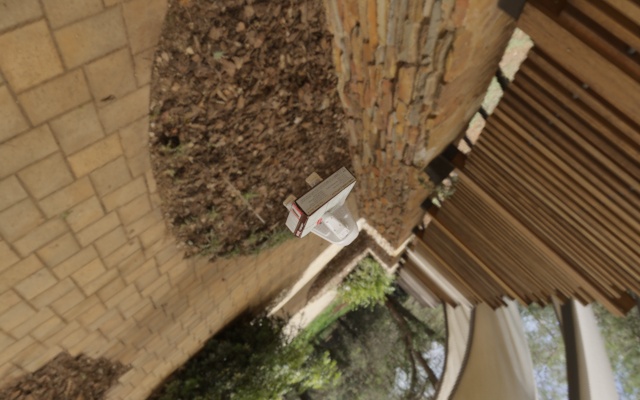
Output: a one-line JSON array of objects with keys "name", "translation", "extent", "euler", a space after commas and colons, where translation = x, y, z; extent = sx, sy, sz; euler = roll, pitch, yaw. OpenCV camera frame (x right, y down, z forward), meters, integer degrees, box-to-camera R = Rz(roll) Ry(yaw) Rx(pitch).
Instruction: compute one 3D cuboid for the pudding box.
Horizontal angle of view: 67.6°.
[{"name": "pudding box", "translation": [0.000, 0.003, 0.776], "extent": [0.113, 0.039, 0.090], "euler": [-39, -13, -27]}]
